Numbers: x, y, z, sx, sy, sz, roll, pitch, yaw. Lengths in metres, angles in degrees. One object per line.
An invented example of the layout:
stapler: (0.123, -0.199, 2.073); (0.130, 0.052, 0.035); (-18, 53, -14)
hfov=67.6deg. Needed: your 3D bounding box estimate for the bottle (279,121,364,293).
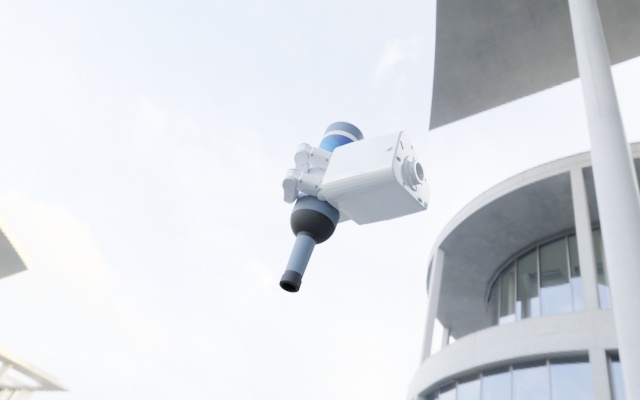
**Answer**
bottle: (0.000, 0.002, 0.687); (0.069, 0.295, 0.069); (12, -41, 10)
